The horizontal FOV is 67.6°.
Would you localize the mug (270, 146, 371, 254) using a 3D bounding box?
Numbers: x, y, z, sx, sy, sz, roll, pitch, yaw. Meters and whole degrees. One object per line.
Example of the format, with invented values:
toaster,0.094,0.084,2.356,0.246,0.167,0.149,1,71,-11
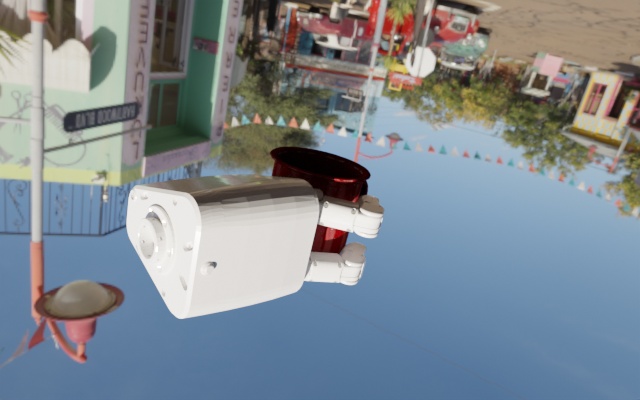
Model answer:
mug,0.001,0.002,0.454,0.117,0.081,0.093,-6,26,-45
